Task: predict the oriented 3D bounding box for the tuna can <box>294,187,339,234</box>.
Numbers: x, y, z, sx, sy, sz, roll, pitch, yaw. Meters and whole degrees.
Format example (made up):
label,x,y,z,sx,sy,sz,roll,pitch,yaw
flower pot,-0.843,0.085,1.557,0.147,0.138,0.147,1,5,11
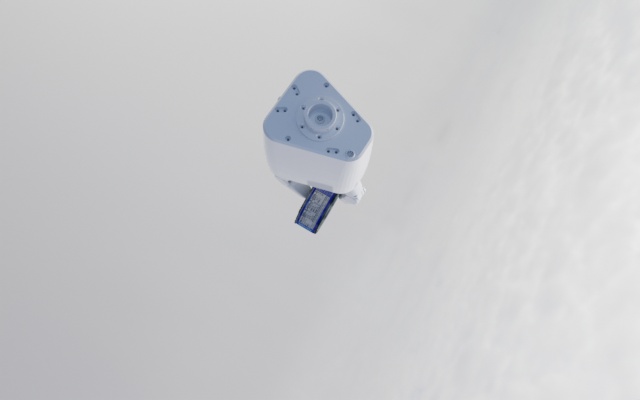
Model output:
label,x,y,z,sx,sy,sz,roll,pitch,yaw
tuna can,0.001,0.002,0.650,0.034,0.086,0.086,30,2,4
